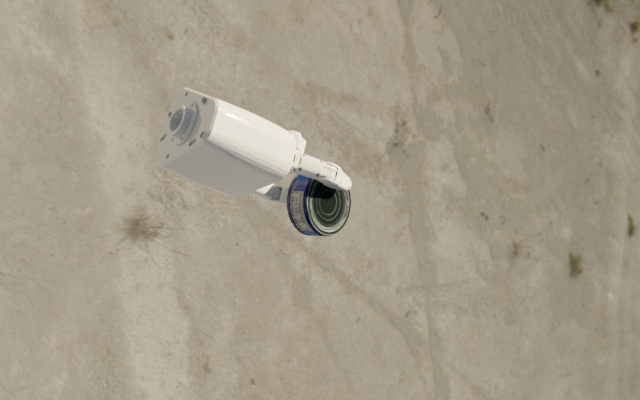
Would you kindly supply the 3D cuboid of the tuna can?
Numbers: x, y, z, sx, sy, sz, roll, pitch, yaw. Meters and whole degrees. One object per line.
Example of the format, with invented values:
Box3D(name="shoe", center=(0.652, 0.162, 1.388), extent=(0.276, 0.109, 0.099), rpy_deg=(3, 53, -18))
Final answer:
Box3D(name="tuna can", center=(0.001, 0.002, 0.594), extent=(0.034, 0.086, 0.086), rpy_deg=(1, 0, 42))
